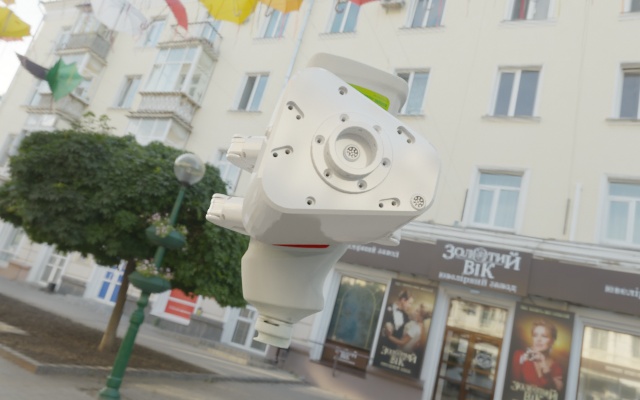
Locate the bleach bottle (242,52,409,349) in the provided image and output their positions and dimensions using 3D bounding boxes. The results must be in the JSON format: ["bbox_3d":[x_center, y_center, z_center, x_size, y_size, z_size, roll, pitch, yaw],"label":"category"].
[{"bbox_3d":[0.000,0.001,0.417,0.102,0.250,0.068,18,-15,-8],"label":"bleach bottle"}]
